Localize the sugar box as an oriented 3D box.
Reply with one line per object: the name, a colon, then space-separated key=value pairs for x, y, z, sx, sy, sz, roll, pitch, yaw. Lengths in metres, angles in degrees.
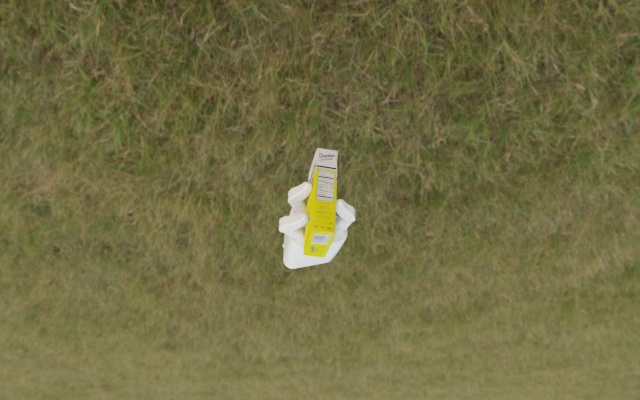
sugar box: x=0.000 y=0.003 z=0.858 sx=0.048 sy=0.176 sz=0.093 roll=6 pitch=-33 yaw=-10
